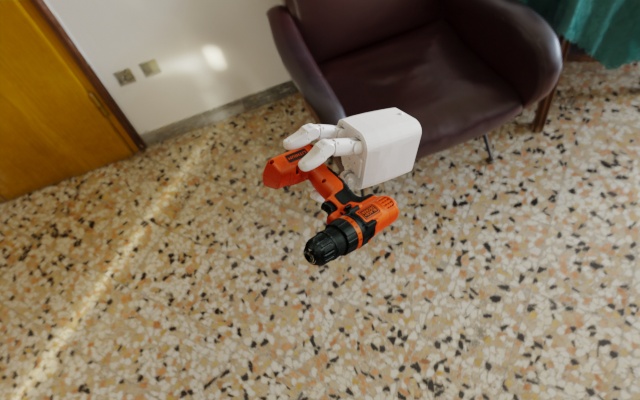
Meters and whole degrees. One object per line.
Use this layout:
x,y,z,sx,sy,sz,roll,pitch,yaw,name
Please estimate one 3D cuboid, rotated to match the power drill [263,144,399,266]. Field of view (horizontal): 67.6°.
0.000,0.002,0.712,0.184,0.057,0.187,-26,59,-41,power drill
